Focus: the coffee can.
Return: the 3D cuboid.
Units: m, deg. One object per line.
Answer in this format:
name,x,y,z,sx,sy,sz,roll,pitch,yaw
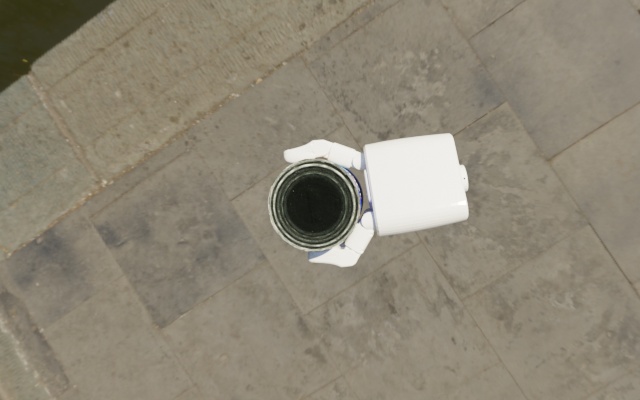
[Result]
coffee can,0.000,0.002,0.587,0.103,0.103,0.140,0,3,6
